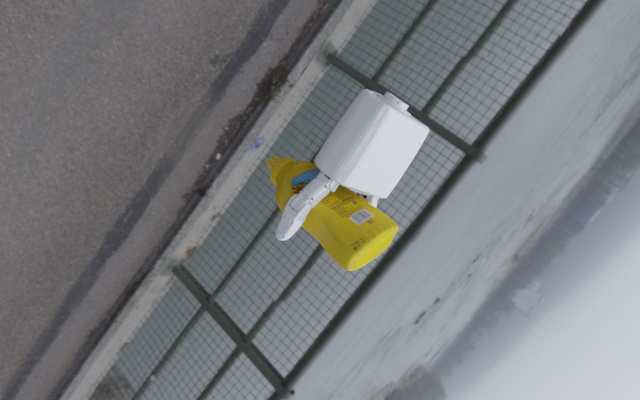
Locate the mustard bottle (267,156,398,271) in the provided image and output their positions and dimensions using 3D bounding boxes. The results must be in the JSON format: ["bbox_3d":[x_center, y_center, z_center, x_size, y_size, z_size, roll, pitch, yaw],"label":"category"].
[{"bbox_3d":[0.000,0.002,0.610,0.191,0.058,0.096,40,43,23],"label":"mustard bottle"}]
